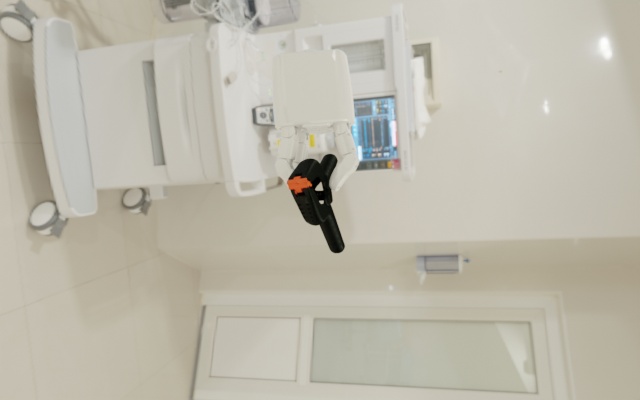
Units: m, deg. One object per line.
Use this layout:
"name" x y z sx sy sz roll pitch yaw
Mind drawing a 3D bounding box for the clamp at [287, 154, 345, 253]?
"clamp" 0.001 0.002 0.702 0.036 0.164 0.210 -8 -3 15
